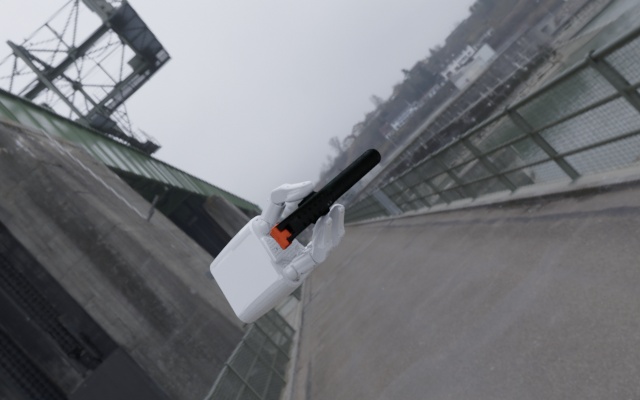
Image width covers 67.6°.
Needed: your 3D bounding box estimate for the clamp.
[{"bbox_3d":[-0.001,0.002,0.634,0.164,0.036,0.210,-42,-1,25],"label":"clamp"}]
